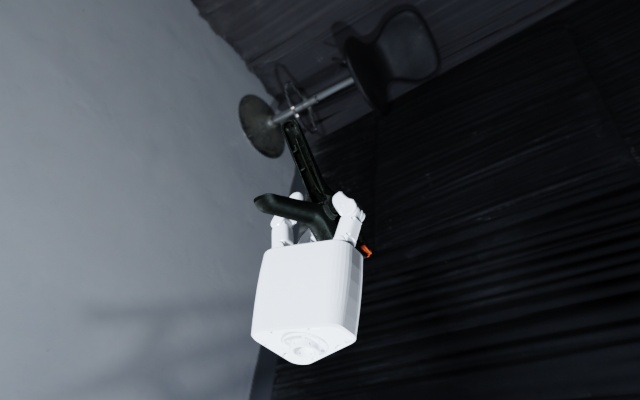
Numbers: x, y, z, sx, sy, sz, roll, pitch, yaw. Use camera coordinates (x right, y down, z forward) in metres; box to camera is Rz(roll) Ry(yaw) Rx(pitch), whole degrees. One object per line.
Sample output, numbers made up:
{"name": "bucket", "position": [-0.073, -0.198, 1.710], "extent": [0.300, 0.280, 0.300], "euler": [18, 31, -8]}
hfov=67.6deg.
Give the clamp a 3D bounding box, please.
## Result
{"name": "clamp", "position": [0.001, 0.002, 0.623], "extent": [0.036, 0.164, 0.210], "euler": [-23, -49, 29]}
